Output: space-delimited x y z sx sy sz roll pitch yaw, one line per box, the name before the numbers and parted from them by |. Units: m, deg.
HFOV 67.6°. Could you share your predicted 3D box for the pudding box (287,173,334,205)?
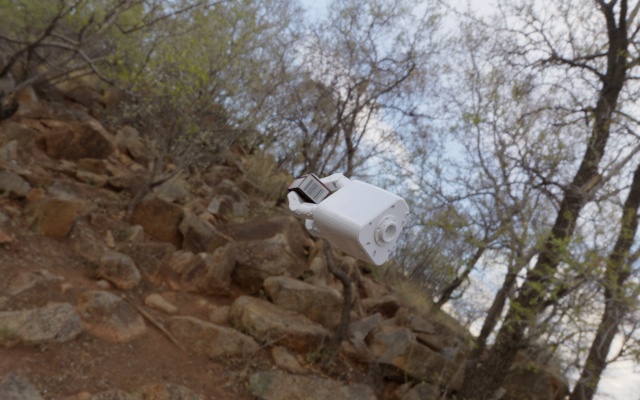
pudding box | 0.000 0.003 0.854 0.113 0.039 0.090 45 -13 -11
